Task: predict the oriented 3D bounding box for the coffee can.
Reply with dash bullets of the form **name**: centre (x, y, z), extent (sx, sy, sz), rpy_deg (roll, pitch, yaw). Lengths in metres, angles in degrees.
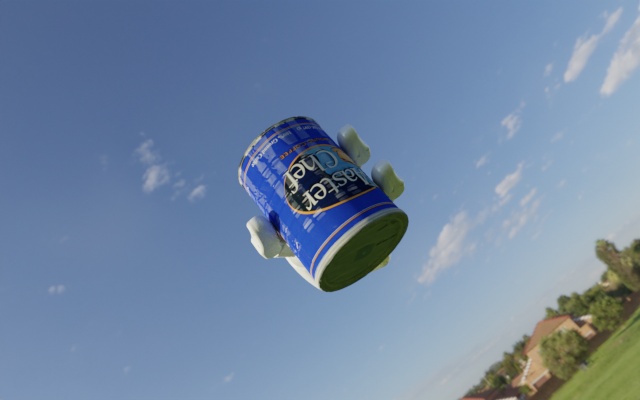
- **coffee can**: centre (0.000, 0.002, 0.460), extent (0.103, 0.103, 0.140), rpy_deg (0, 42, -51)
